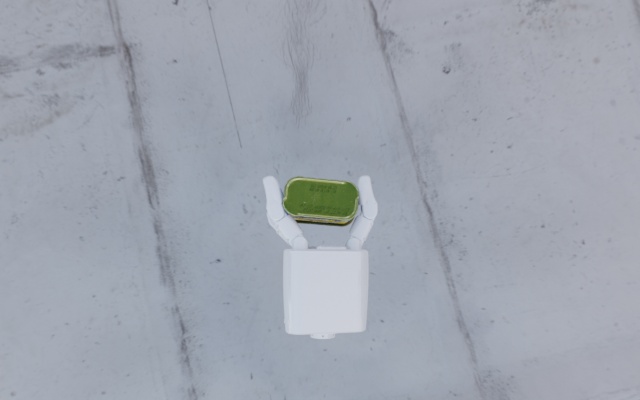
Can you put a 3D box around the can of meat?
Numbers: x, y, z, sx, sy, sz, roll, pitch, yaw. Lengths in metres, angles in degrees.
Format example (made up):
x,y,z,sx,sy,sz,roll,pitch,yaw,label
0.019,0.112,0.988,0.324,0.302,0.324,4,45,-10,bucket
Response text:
x,y,z,sx,sy,sz,roll,pitch,yaw,label
0.000,0.002,0.641,0.102,0.057,0.084,5,-6,0,can of meat
